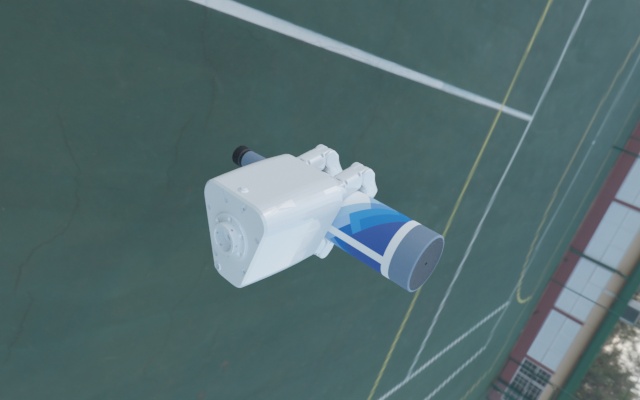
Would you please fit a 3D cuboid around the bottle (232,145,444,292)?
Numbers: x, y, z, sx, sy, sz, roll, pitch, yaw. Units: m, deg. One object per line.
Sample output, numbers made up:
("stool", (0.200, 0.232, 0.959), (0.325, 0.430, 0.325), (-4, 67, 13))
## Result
("bottle", (0.000, 0.002, 0.564), (0.295, 0.069, 0.069), (30, 17, 31))
